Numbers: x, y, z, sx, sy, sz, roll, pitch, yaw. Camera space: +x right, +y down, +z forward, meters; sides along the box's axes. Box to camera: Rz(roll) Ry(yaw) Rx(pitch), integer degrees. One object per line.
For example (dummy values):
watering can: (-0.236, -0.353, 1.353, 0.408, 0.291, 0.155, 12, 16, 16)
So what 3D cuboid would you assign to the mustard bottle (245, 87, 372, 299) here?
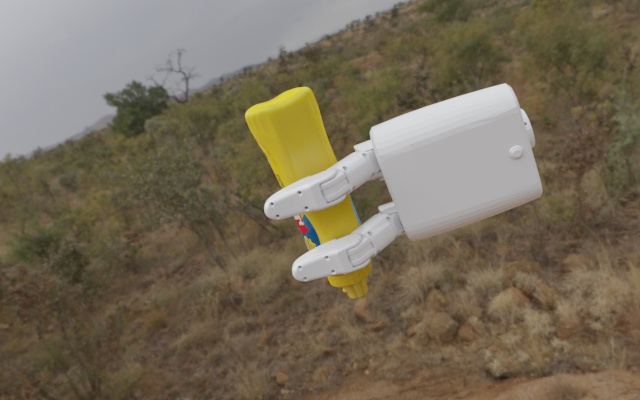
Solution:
mustard bottle: (0.000, 0.001, 0.413, 0.058, 0.192, 0.096, -26, 17, -9)
